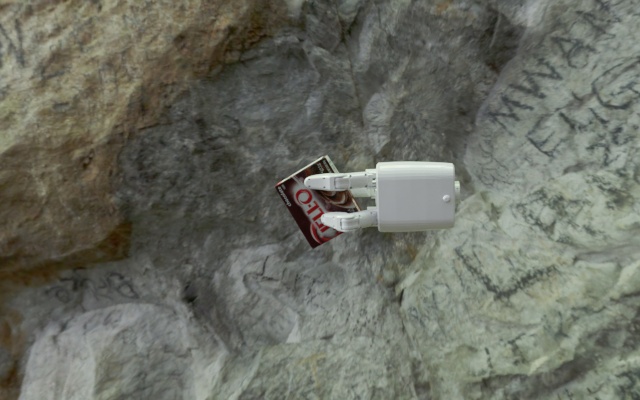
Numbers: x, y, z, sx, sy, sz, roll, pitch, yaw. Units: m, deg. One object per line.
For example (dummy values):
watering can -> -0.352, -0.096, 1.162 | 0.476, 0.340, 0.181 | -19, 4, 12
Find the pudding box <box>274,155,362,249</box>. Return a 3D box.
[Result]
pudding box -> 0.000, 0.002, 0.708 | 0.090, 0.113, 0.039 | -30, 4, 14
